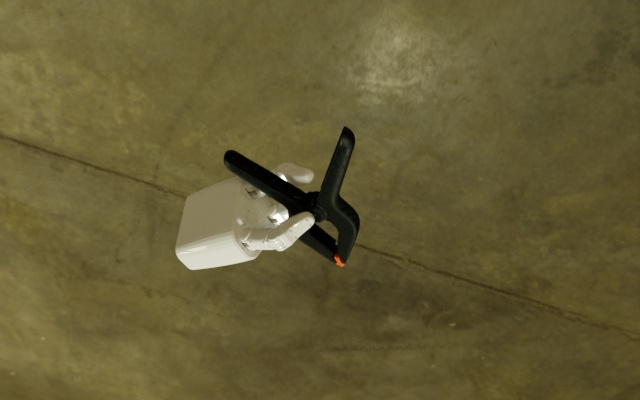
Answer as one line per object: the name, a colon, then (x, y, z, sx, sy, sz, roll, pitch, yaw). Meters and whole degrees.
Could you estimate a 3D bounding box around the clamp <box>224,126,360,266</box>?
clamp: (0.000, 0.003, 0.586, 0.164, 0.210, 0.036, -13, 38, 29)
